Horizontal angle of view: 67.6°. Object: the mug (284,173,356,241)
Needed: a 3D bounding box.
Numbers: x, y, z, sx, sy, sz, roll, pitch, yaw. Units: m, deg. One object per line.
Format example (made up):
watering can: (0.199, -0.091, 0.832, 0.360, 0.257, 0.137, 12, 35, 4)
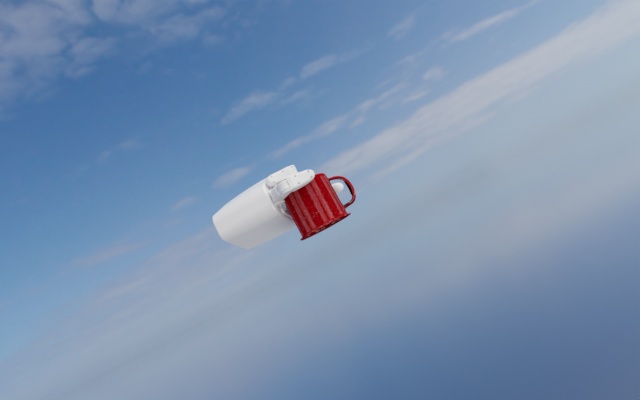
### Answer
mug: (0.001, 0.002, 0.775, 0.117, 0.081, 0.093, -29, -6, 9)
